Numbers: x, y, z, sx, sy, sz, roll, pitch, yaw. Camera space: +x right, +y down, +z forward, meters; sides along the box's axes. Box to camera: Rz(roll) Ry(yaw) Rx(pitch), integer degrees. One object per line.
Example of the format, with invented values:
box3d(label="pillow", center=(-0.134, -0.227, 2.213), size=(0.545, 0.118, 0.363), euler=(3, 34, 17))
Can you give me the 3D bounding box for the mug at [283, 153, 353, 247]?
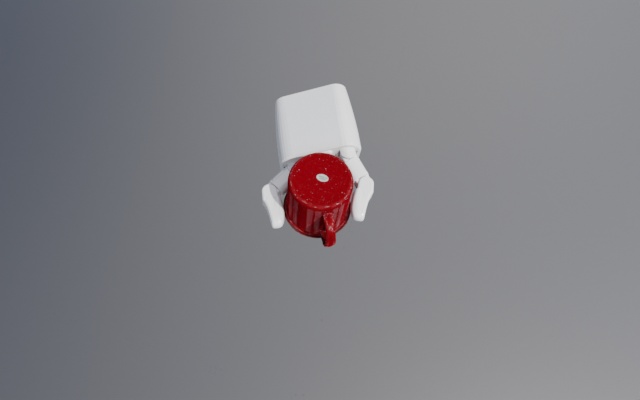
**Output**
box3d(label="mug", center=(0.000, 0.003, 0.611), size=(0.093, 0.117, 0.081), euler=(-7, -25, -7))
